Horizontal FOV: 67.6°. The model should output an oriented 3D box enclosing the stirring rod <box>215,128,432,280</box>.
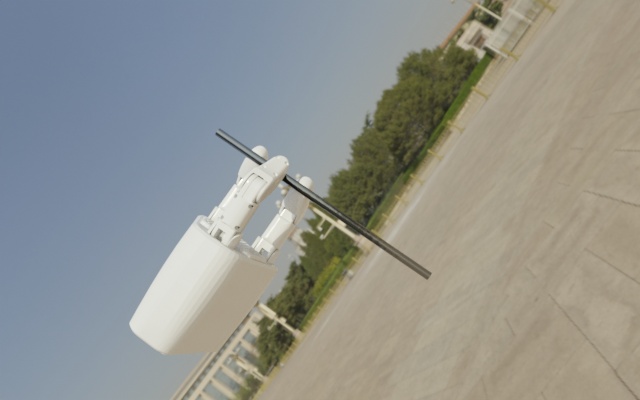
[{"bbox_3d":[0.000,0.002,0.446,0.239,0.011,0.011,34,4,6],"label":"stirring rod"}]
